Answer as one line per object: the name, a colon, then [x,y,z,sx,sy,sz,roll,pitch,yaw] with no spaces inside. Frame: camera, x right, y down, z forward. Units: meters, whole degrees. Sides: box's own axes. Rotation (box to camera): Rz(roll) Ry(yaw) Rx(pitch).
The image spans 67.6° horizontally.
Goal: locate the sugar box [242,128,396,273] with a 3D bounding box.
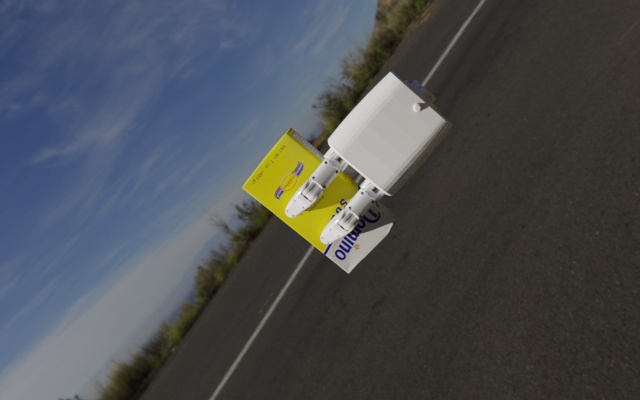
sugar box: [0.000,0.002,0.601,0.176,0.093,0.048,39,17,-6]
